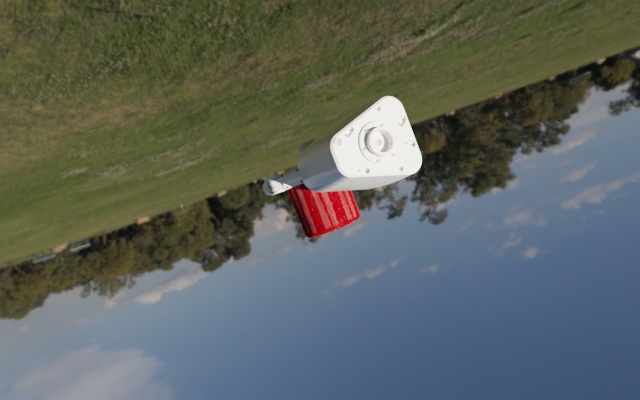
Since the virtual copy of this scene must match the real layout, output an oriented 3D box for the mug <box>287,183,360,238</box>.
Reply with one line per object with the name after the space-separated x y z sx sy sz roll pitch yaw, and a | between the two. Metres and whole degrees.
0.000 0.003 0.675 0.093 0.081 0.117 -22 2 -21 | mug
